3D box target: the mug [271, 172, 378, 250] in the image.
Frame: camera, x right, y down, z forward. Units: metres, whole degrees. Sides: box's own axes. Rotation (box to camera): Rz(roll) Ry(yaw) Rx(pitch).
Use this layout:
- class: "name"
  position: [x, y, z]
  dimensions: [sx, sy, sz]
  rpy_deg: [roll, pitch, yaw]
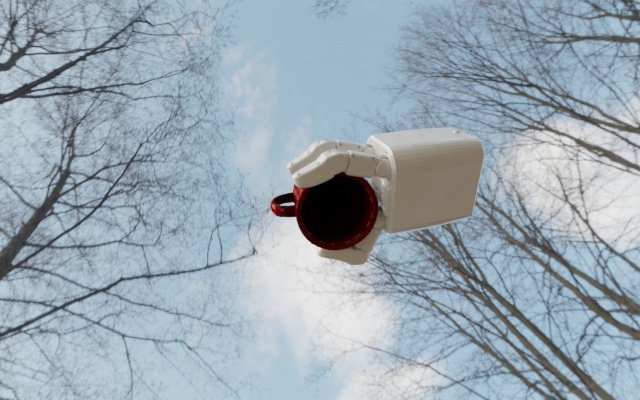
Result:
- class: "mug"
  position: [-0.001, 0.002, 0.559]
  dimensions: [0.117, 0.093, 0.081]
  rpy_deg: [-8, 19, -9]
